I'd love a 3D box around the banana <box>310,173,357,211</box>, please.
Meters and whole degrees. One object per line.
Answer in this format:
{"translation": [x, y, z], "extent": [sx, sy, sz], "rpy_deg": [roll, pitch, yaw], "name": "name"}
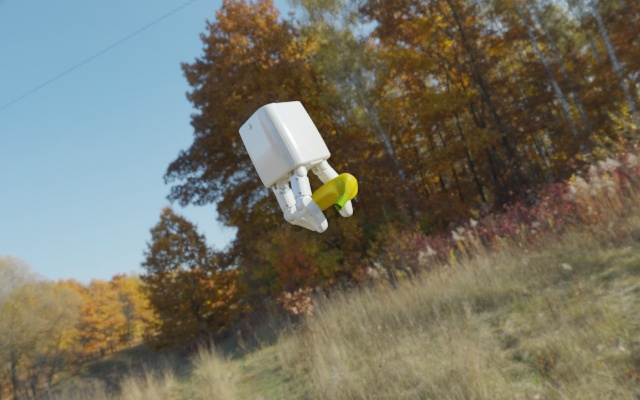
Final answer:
{"translation": [0.015, -0.009, 0.745], "extent": [0.069, 0.037, 0.198], "rpy_deg": [-37, 4, -16], "name": "banana"}
